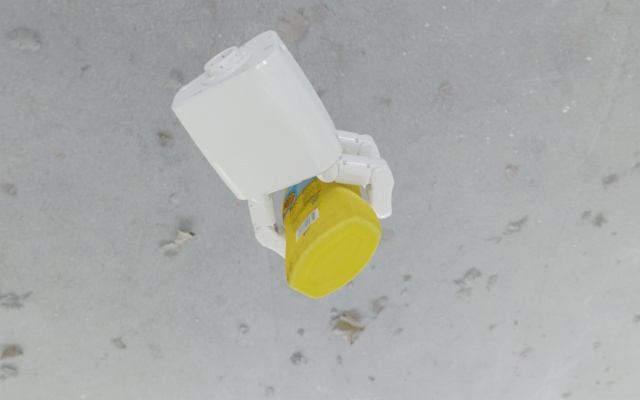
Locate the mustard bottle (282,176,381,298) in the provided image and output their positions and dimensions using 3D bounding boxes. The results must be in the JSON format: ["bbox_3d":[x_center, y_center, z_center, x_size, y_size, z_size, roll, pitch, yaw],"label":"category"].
[{"bbox_3d":[0.000,0.002,0.482,0.058,0.096,0.191,30,23,-24],"label":"mustard bottle"}]
